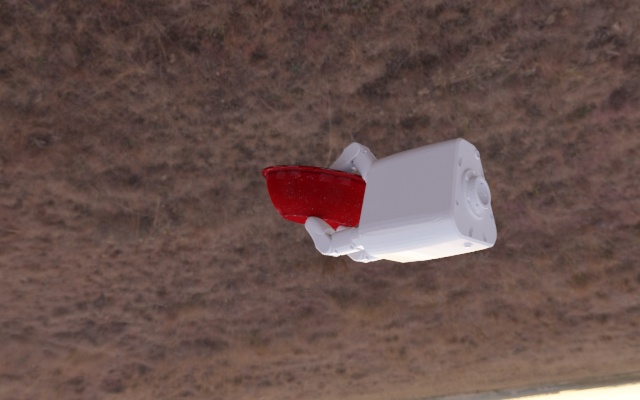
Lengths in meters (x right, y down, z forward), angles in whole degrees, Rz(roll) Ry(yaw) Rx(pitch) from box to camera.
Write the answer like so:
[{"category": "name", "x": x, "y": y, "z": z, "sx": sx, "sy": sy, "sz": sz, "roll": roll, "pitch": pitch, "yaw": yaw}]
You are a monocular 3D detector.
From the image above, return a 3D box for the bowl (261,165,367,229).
[{"category": "bowl", "x": -0.001, "y": 0.003, "z": 0.611, "sx": 0.162, "sy": 0.055, "sz": 0.162, "roll": 9, "pitch": -9, "yaw": 1}]
